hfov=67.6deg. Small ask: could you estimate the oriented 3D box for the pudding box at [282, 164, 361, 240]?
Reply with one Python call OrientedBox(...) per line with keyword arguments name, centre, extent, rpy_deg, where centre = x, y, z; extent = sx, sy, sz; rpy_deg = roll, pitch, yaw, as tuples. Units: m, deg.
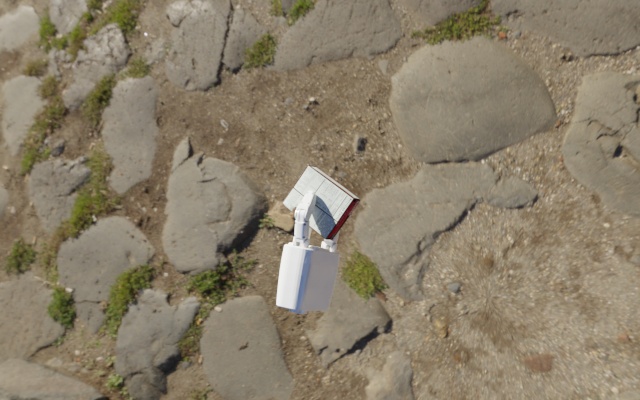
OrientedBox(name="pudding box", centre=(0.000, 0.003, 0.846), extent=(0.113, 0.090, 0.039), rpy_deg=(38, 8, 19))
